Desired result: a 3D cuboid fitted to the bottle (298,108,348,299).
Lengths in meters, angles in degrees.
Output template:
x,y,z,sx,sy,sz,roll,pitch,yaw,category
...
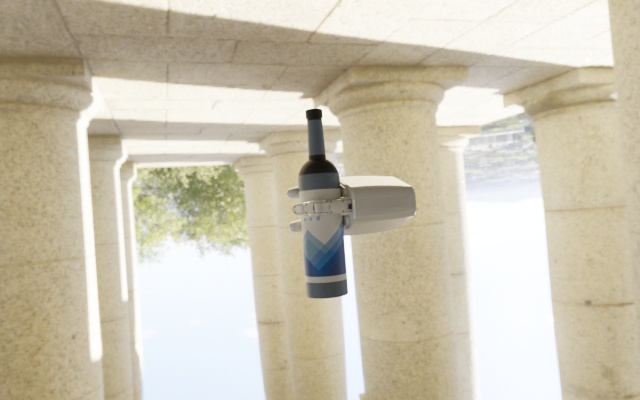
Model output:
x,y,z,sx,sy,sz,roll,pitch,yaw,category
0.000,0.003,0.759,0.069,0.295,0.069,-4,-1,0,bottle
